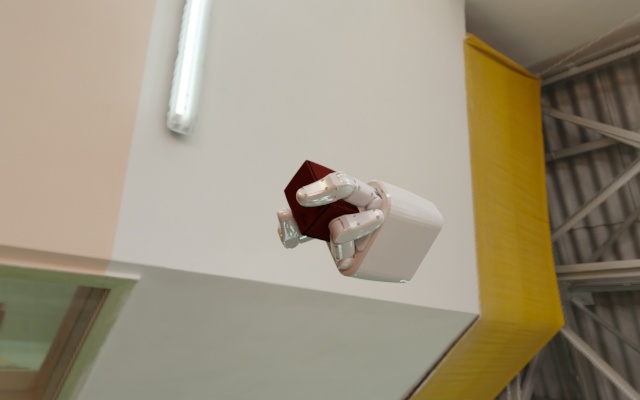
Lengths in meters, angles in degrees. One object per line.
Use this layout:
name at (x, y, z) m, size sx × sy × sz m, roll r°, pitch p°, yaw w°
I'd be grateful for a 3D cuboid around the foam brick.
foam brick at (0.000, 0.002, 0.555) m, size 0.051 × 0.078 × 0.053 m, roll 17°, pitch -55°, yaw -38°
